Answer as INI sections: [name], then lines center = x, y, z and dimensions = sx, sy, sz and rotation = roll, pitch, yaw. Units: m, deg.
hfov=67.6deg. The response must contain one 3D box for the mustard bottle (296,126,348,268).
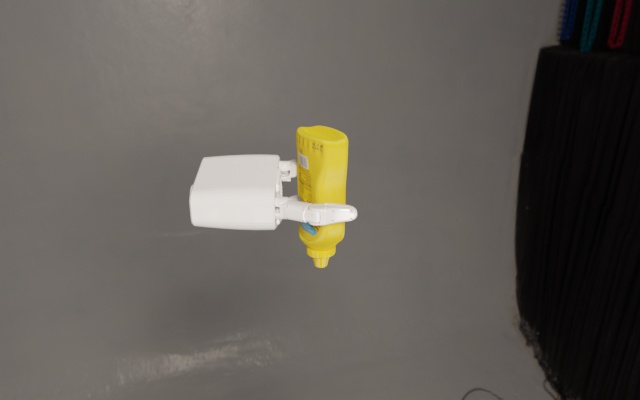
[mustard bottle]
center = 0.000, 0.002, 0.640
dimensions = 0.058, 0.192, 0.096
rotation = -9, 22, -23
